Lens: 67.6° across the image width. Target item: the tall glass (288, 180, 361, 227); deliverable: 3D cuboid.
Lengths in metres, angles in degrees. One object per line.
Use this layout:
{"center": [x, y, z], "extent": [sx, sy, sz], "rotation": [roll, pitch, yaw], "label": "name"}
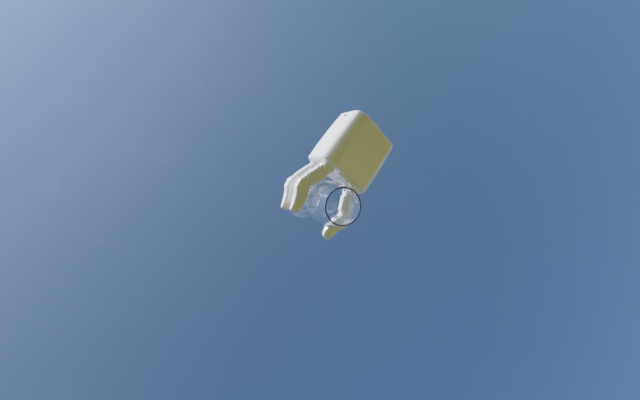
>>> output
{"center": [0.000, 0.003, 0.836], "extent": [0.079, 0.079, 0.201], "rotation": [0, 4, -21], "label": "tall glass"}
